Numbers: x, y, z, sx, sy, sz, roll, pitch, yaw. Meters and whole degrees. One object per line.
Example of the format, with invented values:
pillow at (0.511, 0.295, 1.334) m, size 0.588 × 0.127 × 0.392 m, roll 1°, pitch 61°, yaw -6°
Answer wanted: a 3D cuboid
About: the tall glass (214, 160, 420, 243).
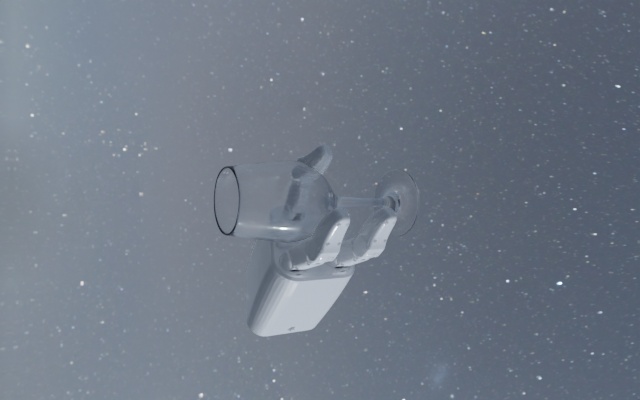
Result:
tall glass at (0.001, 0.001, 0.475) m, size 0.201 × 0.079 × 0.079 m, roll 1°, pitch -1°, yaw -33°
